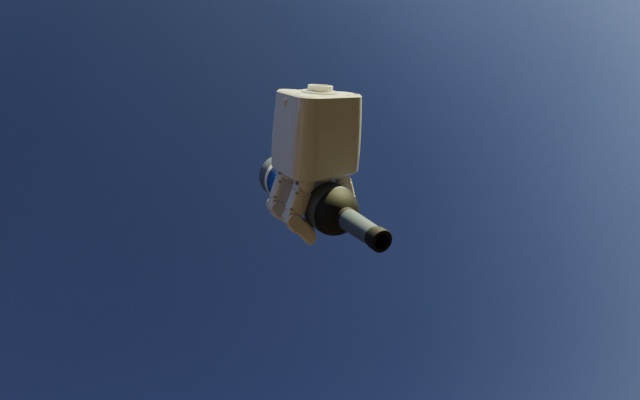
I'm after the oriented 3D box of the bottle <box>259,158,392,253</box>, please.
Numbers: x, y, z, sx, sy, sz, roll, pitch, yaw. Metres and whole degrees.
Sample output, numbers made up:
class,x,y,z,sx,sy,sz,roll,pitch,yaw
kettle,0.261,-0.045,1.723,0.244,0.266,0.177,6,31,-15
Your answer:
class,x,y,z,sx,sy,sz,roll,pitch,yaw
bottle,0.000,0.002,0.653,0.069,0.069,0.295,0,17,-29
